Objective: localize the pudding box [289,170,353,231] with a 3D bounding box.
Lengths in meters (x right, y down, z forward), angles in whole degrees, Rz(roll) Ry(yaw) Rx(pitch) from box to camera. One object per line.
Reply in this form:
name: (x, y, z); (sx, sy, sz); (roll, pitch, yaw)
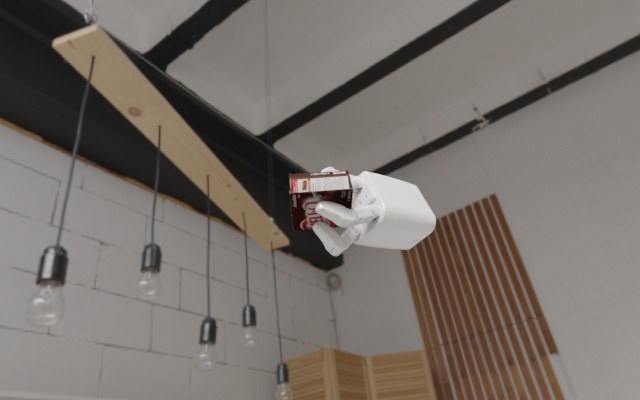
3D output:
pudding box: (0.000, 0.002, 0.713); (0.090, 0.039, 0.114); (-5, -33, -3)
